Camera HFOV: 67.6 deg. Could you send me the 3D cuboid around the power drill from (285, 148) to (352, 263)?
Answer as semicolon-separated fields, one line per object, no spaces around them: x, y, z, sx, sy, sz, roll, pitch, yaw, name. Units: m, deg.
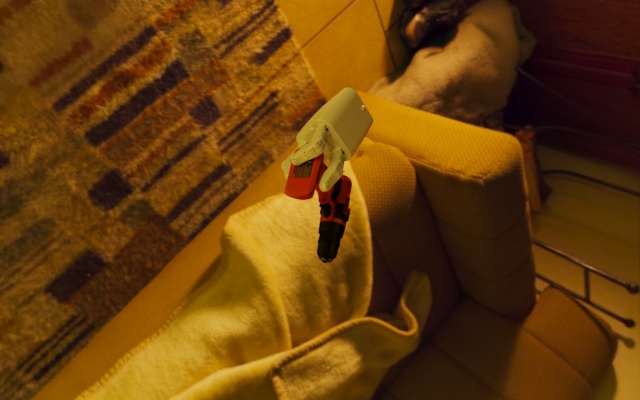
0.000;0.002;0.884;0.057;0.184;0.188;-1;-28;23;power drill
